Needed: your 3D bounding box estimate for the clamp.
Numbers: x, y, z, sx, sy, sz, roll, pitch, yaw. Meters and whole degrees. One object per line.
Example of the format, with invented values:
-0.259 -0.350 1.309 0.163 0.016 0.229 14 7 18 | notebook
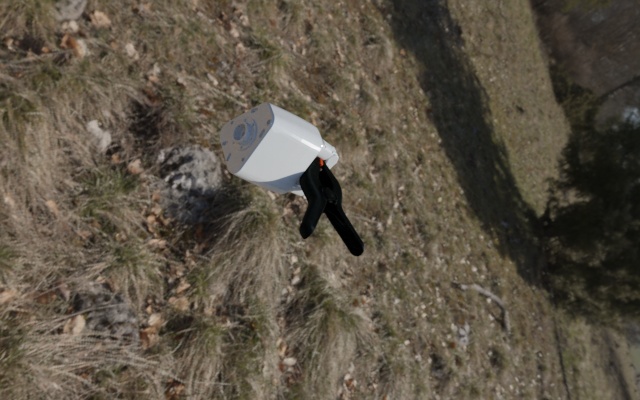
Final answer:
0.001 0.002 0.719 0.039 0.171 0.120 -37 -34 25 | clamp
